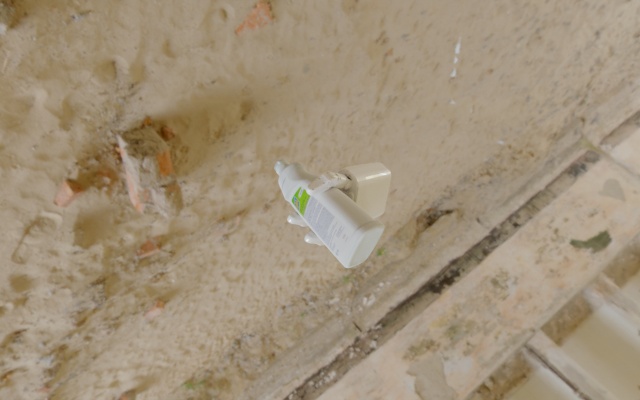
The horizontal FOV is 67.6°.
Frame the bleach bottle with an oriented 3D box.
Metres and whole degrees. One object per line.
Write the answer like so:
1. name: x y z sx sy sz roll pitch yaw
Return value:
1. bleach bottle: 0.000 0.003 0.873 0.068 0.103 0.250 -16 51 -41
